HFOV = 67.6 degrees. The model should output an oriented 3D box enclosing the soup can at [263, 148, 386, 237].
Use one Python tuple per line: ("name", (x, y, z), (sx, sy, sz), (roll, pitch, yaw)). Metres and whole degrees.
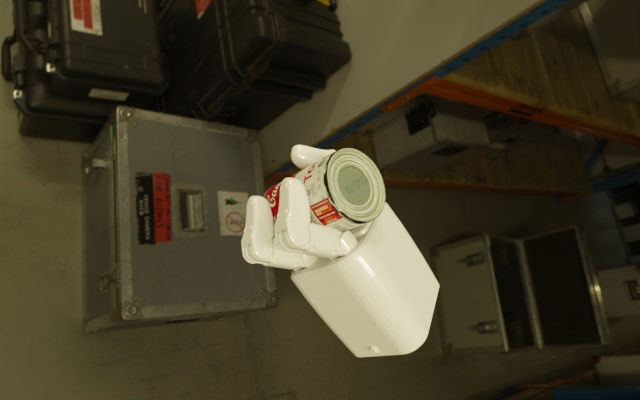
("soup can", (0.000, 0.001, 0.432), (0.068, 0.068, 0.102), (0, -17, -39))
